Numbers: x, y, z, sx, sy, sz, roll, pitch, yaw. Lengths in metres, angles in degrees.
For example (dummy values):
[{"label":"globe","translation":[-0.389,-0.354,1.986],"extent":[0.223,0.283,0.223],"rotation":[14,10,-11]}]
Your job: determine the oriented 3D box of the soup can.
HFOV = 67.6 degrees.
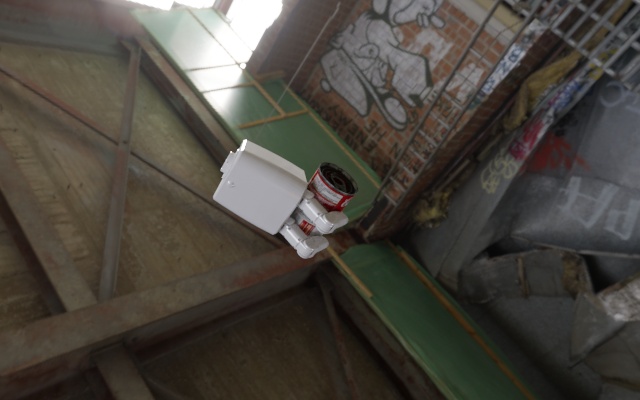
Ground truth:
[{"label":"soup can","translation":[0.000,0.003,0.721],"extent":[0.068,0.068,0.102],"rotation":[0,-44,-49]}]
